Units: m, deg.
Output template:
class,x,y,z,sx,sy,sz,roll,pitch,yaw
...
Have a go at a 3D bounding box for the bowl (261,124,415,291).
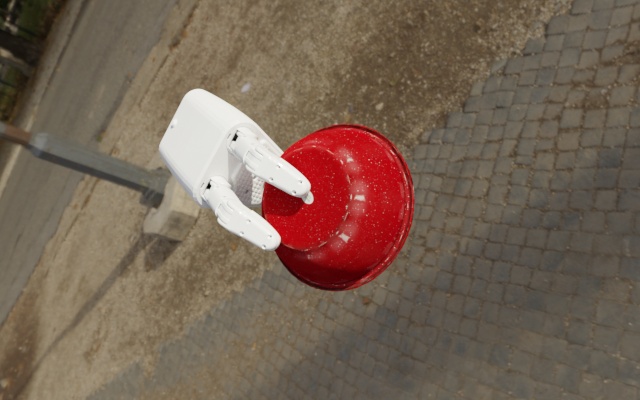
class,x,y,z,sx,sy,sz,roll,pitch,yaw
bowl,0.001,0.002,0.435,0.162,0.162,0.055,0,-8,32
